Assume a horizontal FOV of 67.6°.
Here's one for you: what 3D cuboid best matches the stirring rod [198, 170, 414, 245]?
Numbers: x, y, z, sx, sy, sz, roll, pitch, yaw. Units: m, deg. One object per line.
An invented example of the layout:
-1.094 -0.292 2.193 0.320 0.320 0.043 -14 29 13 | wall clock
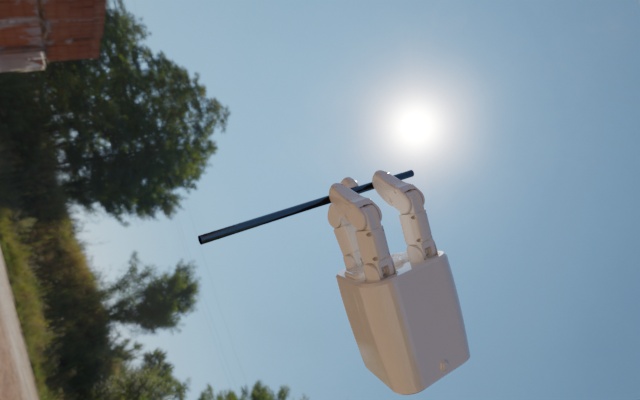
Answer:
0.000 0.002 0.449 0.239 0.011 0.011 -17 9 -32 | stirring rod
